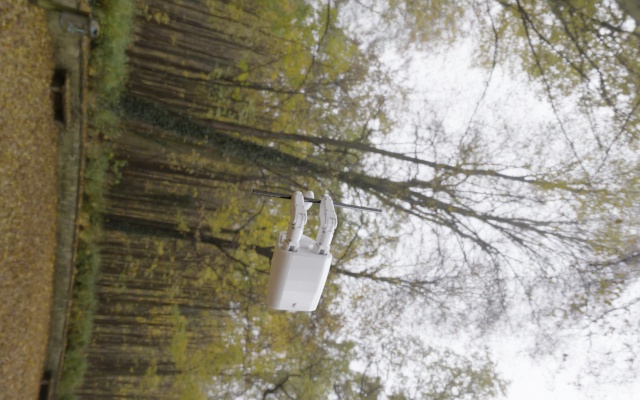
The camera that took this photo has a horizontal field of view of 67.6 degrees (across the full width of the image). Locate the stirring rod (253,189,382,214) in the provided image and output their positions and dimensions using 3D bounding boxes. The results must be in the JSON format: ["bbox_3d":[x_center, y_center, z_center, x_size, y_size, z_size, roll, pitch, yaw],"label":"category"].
[{"bbox_3d":[0.000,0.003,0.825,0.239,0.011,0.011,9,-4,-22],"label":"stirring rod"}]
